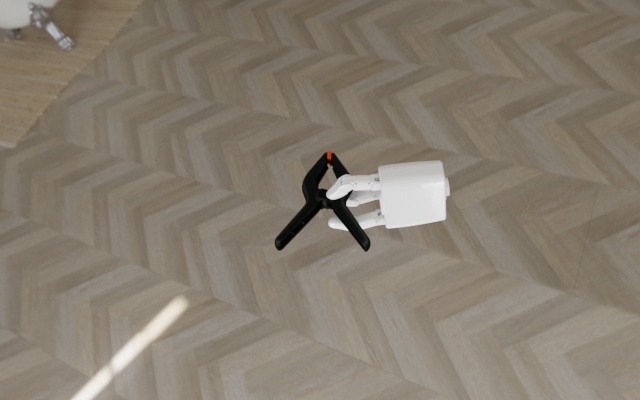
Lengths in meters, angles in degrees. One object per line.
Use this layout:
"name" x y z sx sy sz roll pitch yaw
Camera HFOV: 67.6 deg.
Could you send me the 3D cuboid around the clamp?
"clamp" 0.000 0.002 0.856 0.164 0.209 0.036 -6 -33 6
